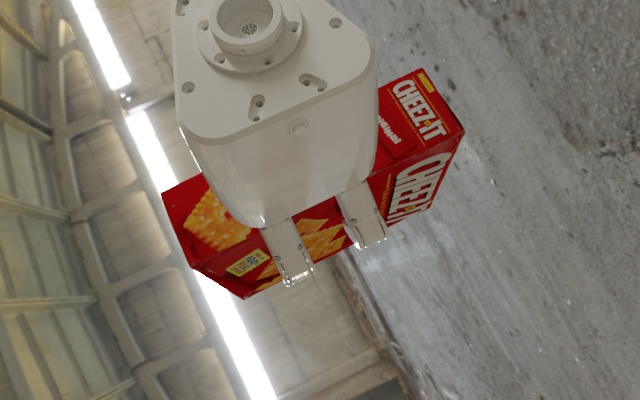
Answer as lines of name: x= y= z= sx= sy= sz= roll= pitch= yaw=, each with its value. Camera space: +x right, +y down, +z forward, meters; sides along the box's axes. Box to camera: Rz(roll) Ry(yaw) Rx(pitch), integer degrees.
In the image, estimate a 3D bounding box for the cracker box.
cracker box: x=0.000 y=0.001 z=0.406 sx=0.213 sy=0.072 sz=0.164 roll=-26 pitch=-19 yaw=-6
